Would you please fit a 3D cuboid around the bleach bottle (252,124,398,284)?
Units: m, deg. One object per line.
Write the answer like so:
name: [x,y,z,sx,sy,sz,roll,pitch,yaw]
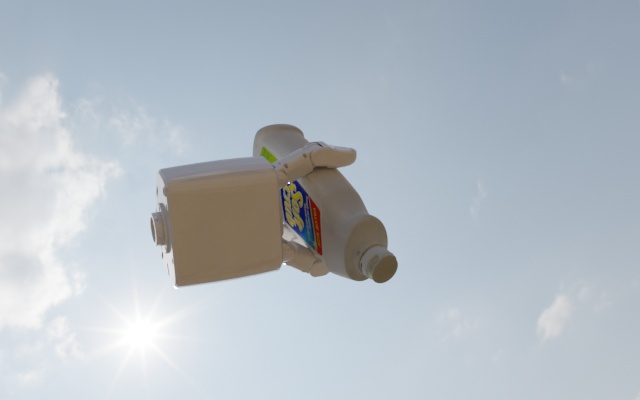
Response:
bleach bottle: [0.000,0.002,0.517,0.068,0.103,0.250,-7,28,-28]
